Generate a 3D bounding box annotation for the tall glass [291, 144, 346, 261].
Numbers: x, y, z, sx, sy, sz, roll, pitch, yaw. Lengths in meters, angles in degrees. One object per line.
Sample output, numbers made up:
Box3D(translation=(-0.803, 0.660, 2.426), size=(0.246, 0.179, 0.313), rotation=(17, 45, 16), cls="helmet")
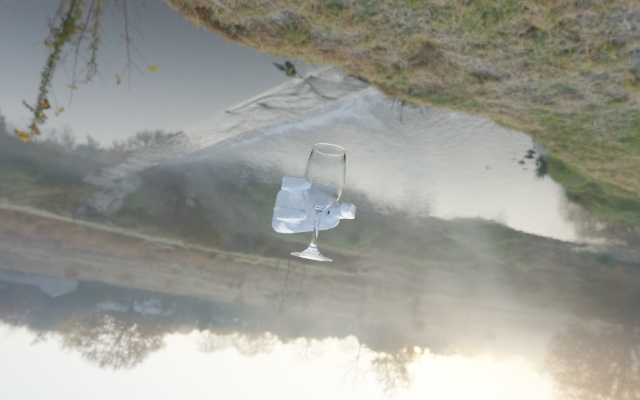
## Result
Box3D(translation=(0.000, 0.003, 0.852), size=(0.079, 0.201, 0.079), rotation=(9, -10, 2), cls="tall glass")
